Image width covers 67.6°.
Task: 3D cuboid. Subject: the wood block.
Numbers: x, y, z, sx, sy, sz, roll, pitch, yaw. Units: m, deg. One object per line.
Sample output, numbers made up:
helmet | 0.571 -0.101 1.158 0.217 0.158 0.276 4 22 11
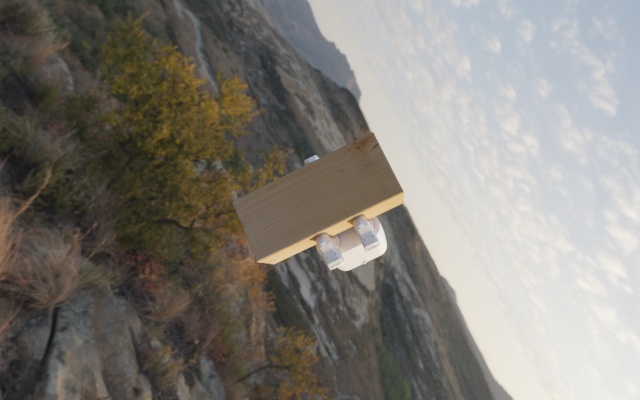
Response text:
wood block | 0.000 0.002 0.650 0.206 0.091 0.090 -26 -13 5
